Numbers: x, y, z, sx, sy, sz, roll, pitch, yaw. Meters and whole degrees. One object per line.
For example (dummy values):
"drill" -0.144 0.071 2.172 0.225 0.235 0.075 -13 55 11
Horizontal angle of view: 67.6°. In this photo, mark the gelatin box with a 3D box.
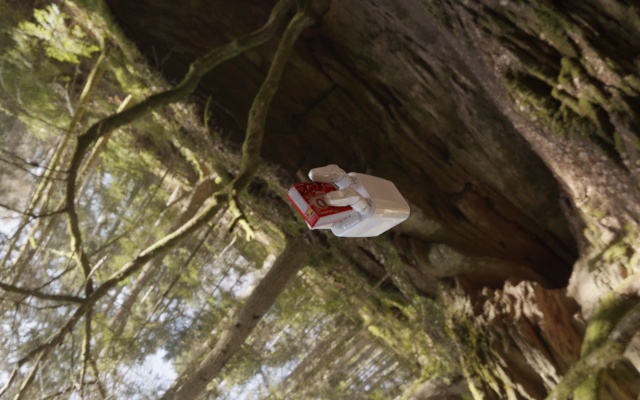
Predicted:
"gelatin box" 0.000 0.003 0.775 0.089 0.073 0.030 -11 -35 -48
